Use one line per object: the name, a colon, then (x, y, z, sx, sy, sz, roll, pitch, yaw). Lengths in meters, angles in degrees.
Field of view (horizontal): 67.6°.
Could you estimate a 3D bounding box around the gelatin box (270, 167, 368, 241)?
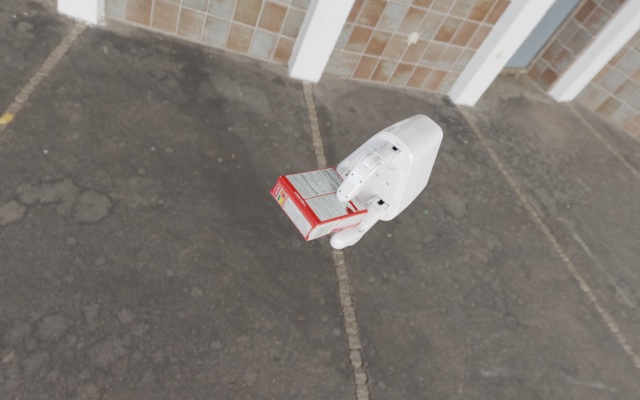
gelatin box: (0.000, 0.002, 0.536, 0.089, 0.073, 0.030, -13, -34, -45)
